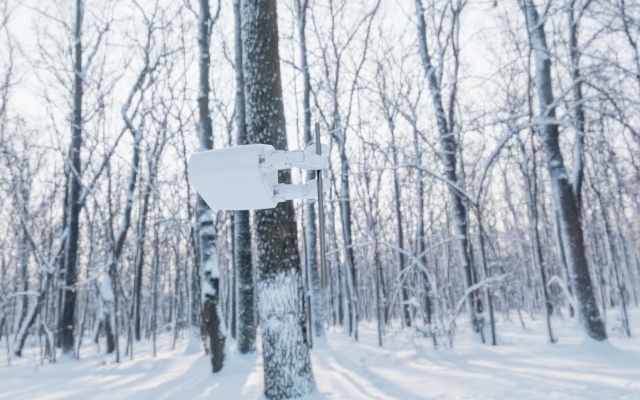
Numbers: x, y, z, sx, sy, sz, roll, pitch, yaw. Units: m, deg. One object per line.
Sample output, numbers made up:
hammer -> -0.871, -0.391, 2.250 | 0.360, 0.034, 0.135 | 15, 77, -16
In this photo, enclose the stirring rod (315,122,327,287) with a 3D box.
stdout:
stirring rod -> 0.000, 0.002, 0.684 | 0.011, 0.239, 0.011 | -2, -13, -1
